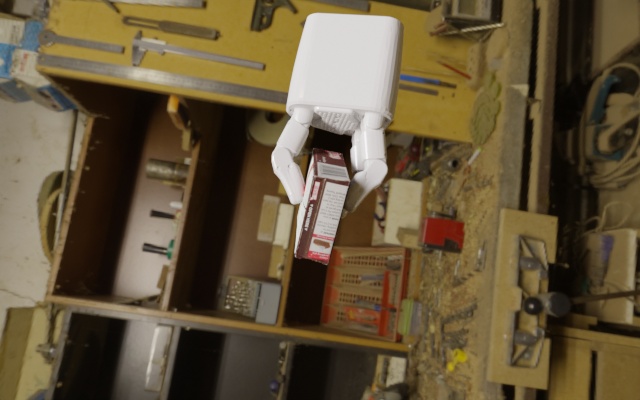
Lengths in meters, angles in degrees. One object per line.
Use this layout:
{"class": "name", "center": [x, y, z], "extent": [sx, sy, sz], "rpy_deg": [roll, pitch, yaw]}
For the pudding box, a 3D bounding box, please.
{"class": "pudding box", "center": [0.000, 0.002, 0.504], "extent": [0.039, 0.090, 0.113], "rpy_deg": [12, 18, -4]}
